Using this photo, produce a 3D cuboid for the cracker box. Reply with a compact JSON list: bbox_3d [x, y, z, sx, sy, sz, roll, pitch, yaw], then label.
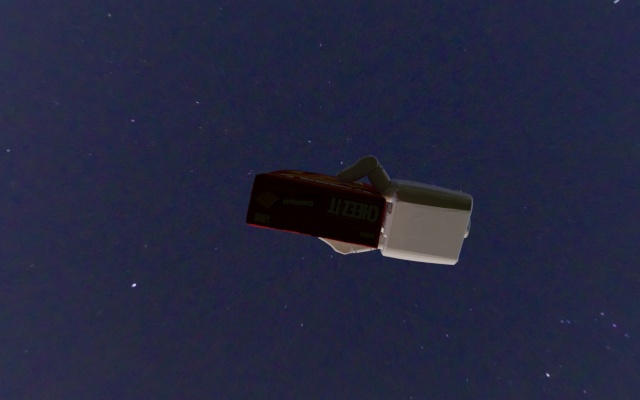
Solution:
[{"bbox_3d":[0.000,0.002,0.673,0.164,0.072,0.213,10,5,2],"label":"cracker box"}]
